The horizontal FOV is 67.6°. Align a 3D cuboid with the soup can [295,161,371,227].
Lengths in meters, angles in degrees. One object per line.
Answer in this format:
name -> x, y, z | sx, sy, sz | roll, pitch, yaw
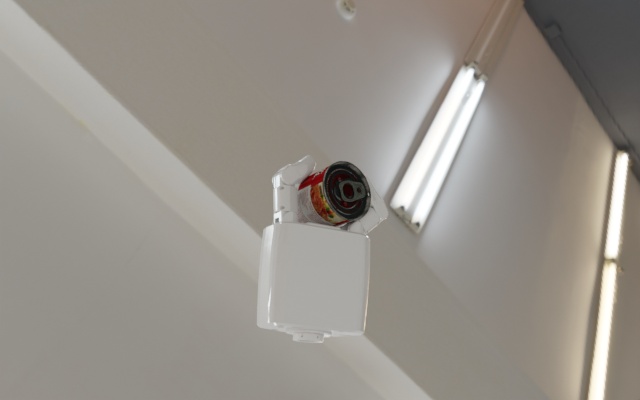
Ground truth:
soup can -> 0.000, 0.001, 0.558 | 0.068, 0.068, 0.102 | 0, -15, -39
